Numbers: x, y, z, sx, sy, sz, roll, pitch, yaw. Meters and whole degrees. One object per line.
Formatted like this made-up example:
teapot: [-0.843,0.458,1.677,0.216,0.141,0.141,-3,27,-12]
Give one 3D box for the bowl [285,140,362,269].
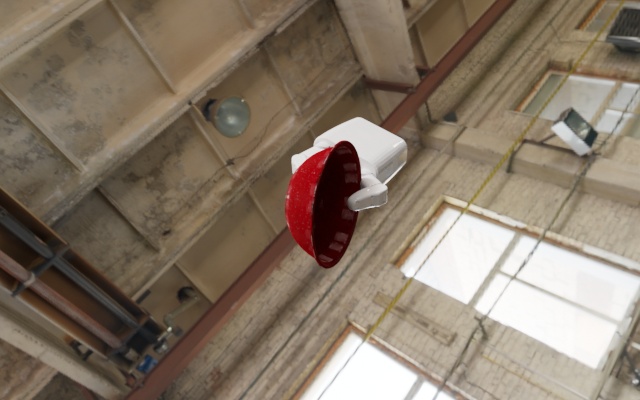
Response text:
bowl: [-0.001,0.002,0.603,0.055,0.162,0.162,9,3,22]
